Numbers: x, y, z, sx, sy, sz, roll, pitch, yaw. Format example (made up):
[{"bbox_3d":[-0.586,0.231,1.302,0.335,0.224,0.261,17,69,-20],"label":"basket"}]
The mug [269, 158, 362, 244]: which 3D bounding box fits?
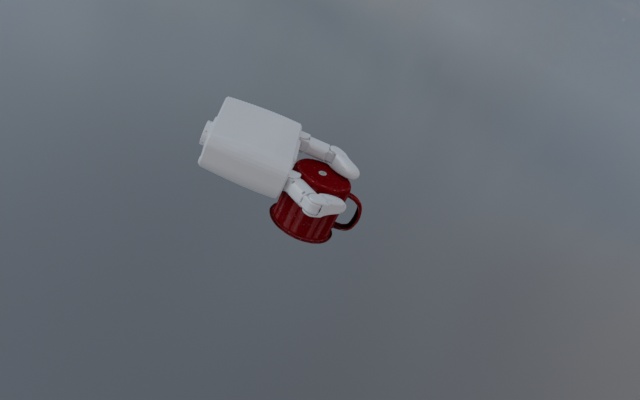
[{"bbox_3d":[0.002,0.003,0.640,0.117,0.081,0.093,23,26,-8],"label":"mug"}]
